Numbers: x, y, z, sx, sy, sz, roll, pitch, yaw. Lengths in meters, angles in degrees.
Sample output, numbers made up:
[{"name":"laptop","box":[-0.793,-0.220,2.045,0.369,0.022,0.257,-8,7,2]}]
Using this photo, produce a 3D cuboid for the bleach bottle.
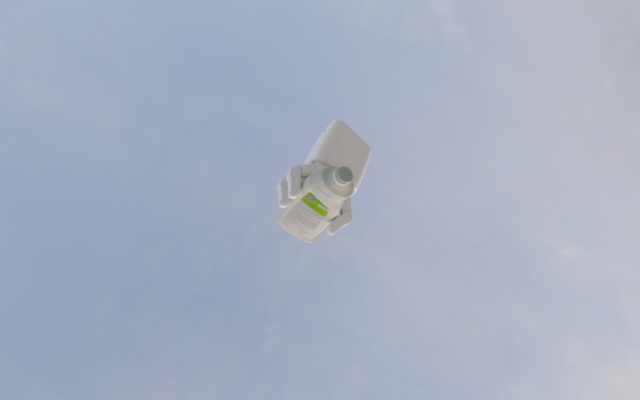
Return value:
[{"name":"bleach bottle","box":[0.000,0.003,0.885,0.102,0.068,0.251,32,-29,-10]}]
